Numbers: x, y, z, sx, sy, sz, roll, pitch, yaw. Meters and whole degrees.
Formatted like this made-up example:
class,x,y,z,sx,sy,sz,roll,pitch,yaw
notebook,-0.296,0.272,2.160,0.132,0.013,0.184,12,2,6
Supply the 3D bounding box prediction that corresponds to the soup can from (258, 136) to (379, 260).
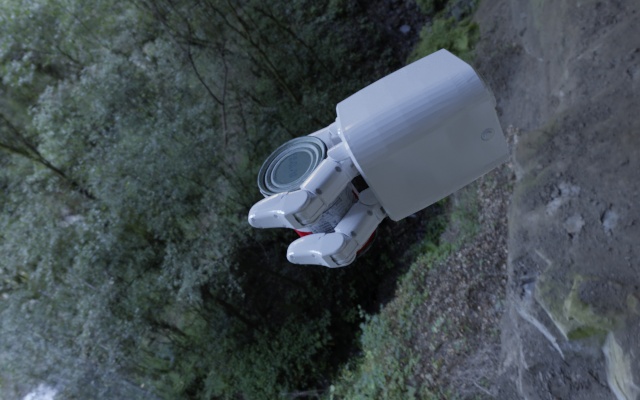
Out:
class,x,y,z,sx,sy,sz,roll,pitch,yaw
soup can,-0.001,0.001,0.421,0.068,0.068,0.102,0,-37,37
